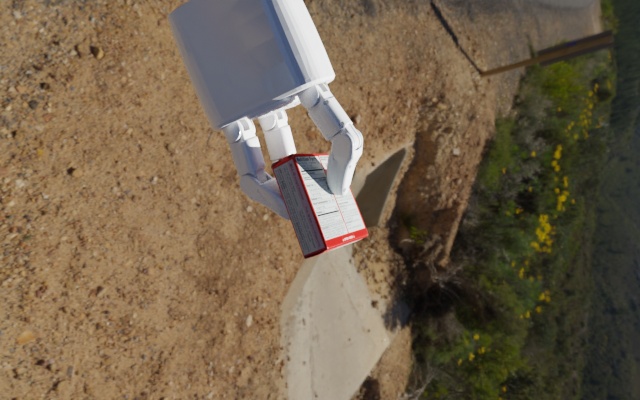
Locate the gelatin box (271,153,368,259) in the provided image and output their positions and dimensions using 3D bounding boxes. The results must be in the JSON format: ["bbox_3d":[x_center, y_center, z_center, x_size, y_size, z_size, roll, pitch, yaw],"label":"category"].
[{"bbox_3d":[0.001,0.002,0.434,0.030,0.089,0.073,-26,-8,33],"label":"gelatin box"}]
